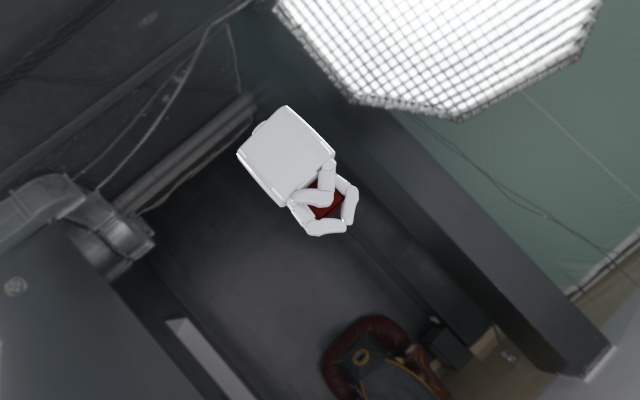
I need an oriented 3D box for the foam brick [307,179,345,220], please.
[{"bbox_3d":[0.000,0.003,0.751,0.053,0.051,0.078,-43,-6,-12],"label":"foam brick"}]
